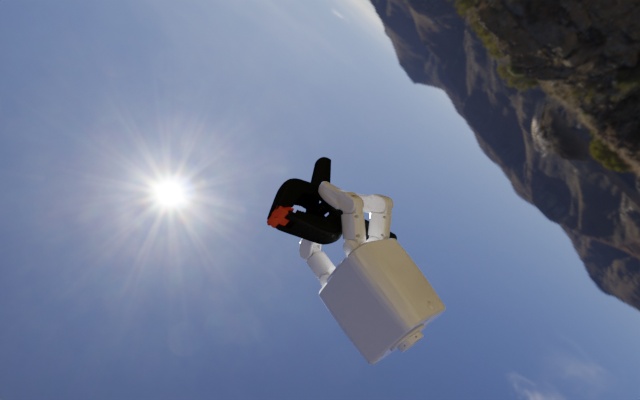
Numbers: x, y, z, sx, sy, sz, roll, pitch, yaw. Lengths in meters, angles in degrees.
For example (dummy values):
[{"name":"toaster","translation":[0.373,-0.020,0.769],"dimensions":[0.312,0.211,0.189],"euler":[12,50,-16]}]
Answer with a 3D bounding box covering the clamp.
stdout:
[{"name":"clamp","translation":[-0.001,0.003,0.603],"dimensions":[0.036,0.164,0.210],"euler":[-49,-26,25]}]
